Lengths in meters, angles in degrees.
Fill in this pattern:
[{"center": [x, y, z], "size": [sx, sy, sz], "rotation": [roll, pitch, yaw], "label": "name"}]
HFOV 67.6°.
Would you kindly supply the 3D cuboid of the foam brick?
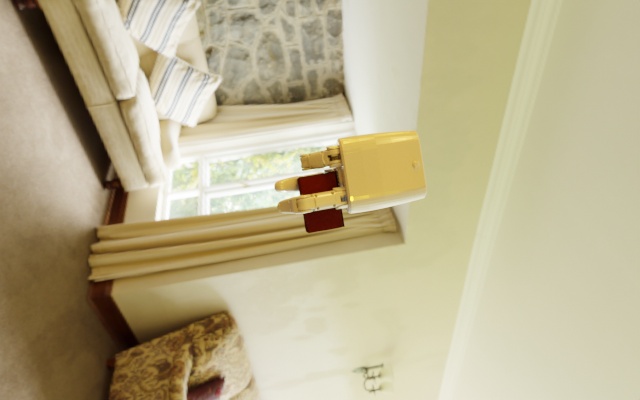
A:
[{"center": [0.000, 0.002, 0.654], "size": [0.051, 0.078, 0.053], "rotation": [-9, 2, -5], "label": "foam brick"}]
